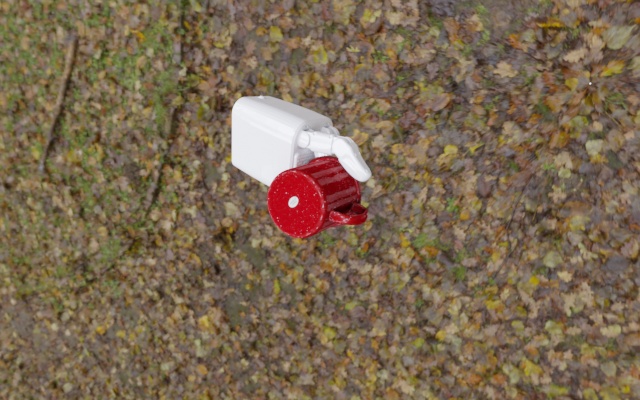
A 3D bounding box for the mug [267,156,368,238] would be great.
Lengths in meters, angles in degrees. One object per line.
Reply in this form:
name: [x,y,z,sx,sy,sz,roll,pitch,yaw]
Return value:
mug: [0.001,0.003,0.567,0.117,0.093,0.081,26,24,24]
